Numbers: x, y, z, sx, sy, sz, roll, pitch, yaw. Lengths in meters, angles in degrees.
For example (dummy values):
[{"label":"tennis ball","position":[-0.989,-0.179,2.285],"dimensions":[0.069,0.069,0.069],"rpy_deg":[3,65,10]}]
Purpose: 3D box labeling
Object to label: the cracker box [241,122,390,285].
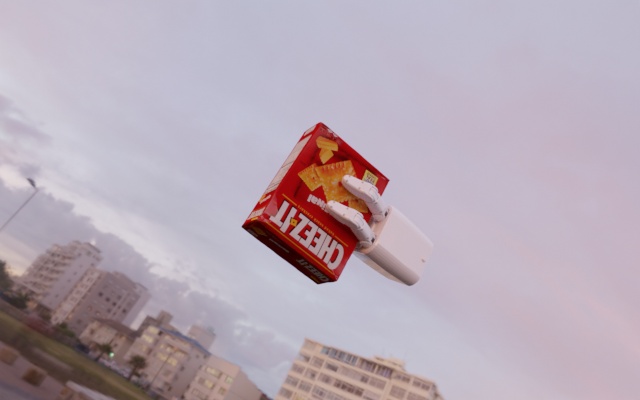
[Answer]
[{"label":"cracker box","position":[0.000,0.002,0.783],"dimensions":[0.164,0.213,0.072],"rpy_deg":[39,-29,-16]}]
